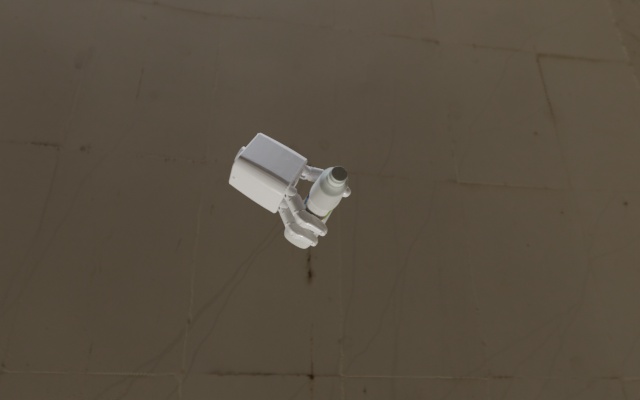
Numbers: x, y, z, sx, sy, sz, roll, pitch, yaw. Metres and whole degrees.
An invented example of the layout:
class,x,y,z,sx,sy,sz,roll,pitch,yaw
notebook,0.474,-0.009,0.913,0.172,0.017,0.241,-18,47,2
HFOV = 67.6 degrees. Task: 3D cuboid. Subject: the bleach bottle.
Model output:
class,x,y,z,sx,sy,sz,roll,pitch,yaw
bleach bottle,0.000,0.003,0.890,0.068,0.102,0.251,32,-30,-1
